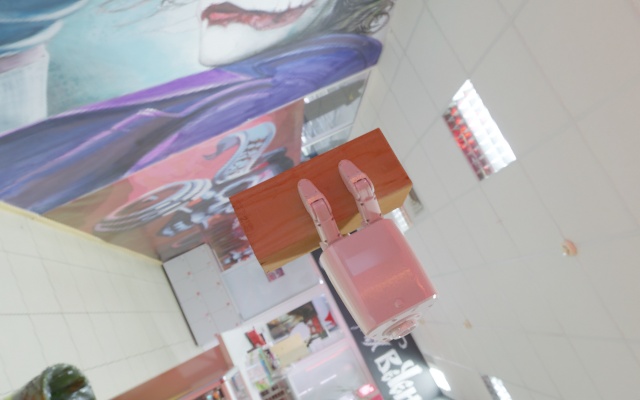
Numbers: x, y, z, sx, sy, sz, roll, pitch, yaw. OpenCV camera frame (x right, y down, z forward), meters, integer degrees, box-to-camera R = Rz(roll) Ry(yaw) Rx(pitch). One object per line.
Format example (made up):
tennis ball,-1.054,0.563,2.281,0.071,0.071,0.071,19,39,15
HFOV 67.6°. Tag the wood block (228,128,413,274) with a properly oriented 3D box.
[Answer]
wood block,0.000,0.002,0.612,0.206,0.090,0.091,-26,-17,-9
